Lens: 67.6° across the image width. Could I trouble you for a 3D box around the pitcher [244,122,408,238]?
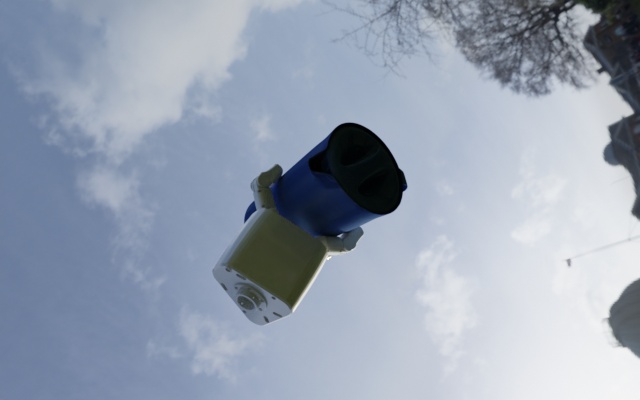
[{"bbox_3d":[0.000,0.002,0.705,0.243,0.149,0.145,-32,18,44],"label":"pitcher"}]
